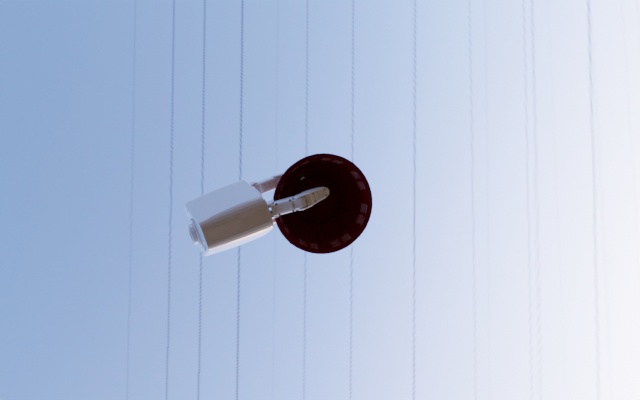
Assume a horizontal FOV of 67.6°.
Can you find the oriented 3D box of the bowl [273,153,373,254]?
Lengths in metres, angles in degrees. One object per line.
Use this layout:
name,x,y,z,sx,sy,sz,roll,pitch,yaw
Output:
bowl,0.001,0.002,0.779,0.162,0.162,0.055,0,9,-11
